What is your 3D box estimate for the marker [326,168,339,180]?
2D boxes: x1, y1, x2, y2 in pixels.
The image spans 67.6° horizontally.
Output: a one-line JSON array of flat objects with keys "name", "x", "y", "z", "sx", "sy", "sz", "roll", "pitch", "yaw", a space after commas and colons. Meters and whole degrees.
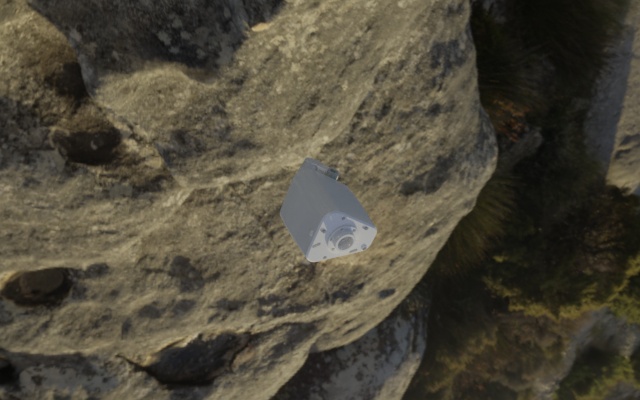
[{"name": "marker", "x": 0.000, "y": 0.002, "z": 0.773, "sx": 0.020, "sy": 0.121, "sz": 0.020, "roll": 18, "pitch": 28, "yaw": -10}]
